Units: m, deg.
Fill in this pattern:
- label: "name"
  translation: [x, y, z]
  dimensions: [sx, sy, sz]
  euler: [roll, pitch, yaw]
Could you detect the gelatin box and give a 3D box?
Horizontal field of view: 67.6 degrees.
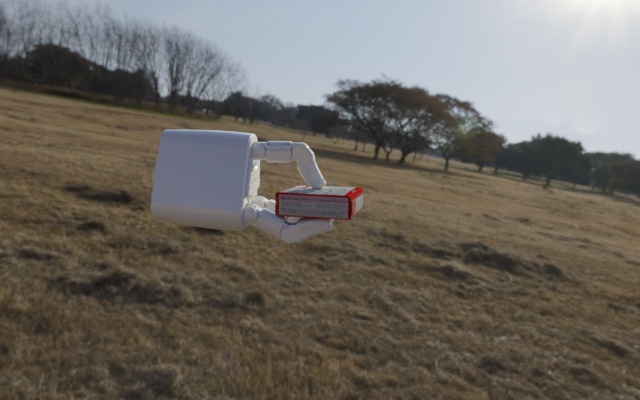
- label: "gelatin box"
  translation: [0.000, 0.001, 0.559]
  dimensions: [0.089, 0.030, 0.073]
  euler: [2, 9, 15]
